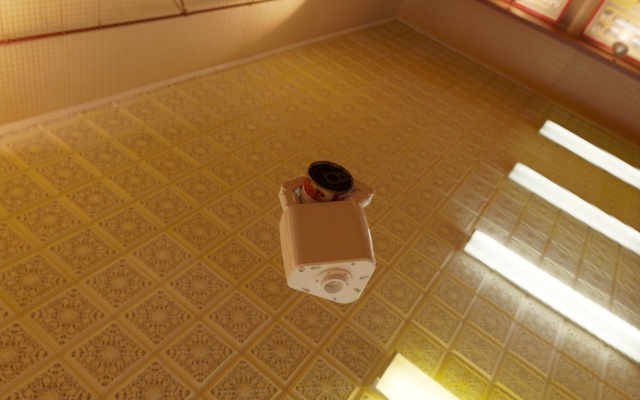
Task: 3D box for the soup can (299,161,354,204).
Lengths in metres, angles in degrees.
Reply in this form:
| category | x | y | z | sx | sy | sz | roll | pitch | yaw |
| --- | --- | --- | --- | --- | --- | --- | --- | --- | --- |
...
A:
| category | x | y | z | sx | sy | sz | roll | pitch | yaw |
| --- | --- | --- | --- | --- | --- | --- | --- | --- | --- |
| soup can | 0.000 | 0.002 | 0.699 | 0.068 | 0.102 | 0.068 | 13 | 39 | -11 |
